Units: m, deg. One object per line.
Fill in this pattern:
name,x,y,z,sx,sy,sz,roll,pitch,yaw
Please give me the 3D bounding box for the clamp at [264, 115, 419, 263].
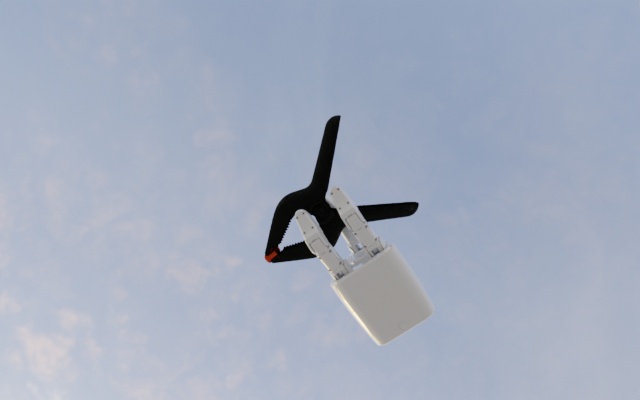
clamp,0.000,0.002,0.637,0.210,0.164,0.036,-35,2,10
